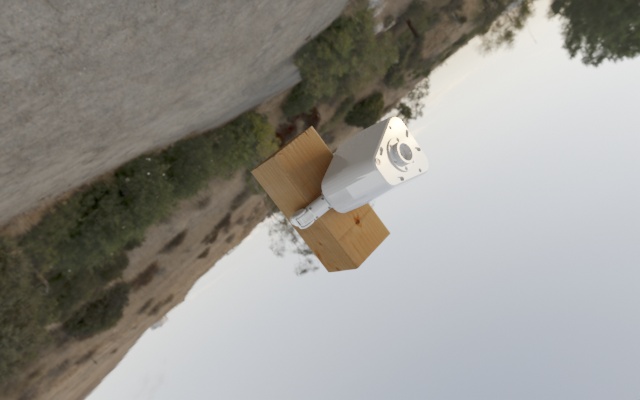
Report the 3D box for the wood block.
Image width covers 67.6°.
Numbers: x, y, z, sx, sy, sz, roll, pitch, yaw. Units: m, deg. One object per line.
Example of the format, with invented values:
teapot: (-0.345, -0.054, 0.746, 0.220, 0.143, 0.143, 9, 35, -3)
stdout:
wood block: (0.000, 0.003, 0.742, 0.090, 0.206, 0.090, -42, 11, -29)
